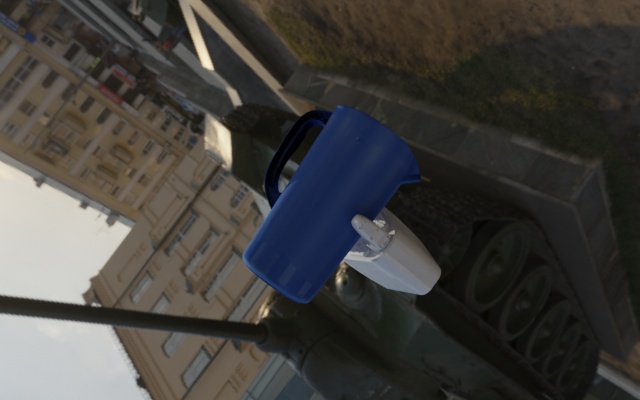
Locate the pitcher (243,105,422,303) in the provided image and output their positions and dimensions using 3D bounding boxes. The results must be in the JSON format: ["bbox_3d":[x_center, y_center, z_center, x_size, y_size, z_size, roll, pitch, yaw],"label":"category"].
[{"bbox_3d":[0.000,0.002,0.630,0.145,0.243,0.149,38,-5,-26],"label":"pitcher"}]
